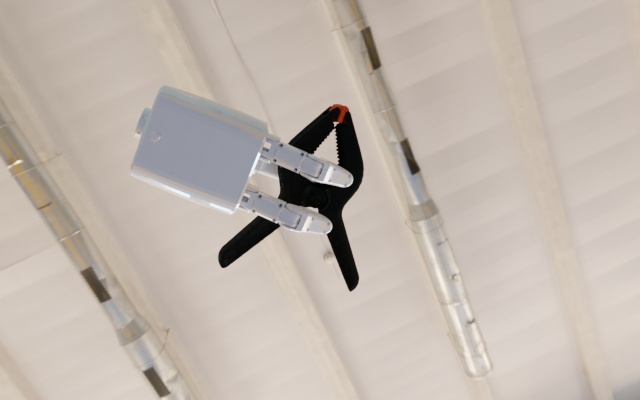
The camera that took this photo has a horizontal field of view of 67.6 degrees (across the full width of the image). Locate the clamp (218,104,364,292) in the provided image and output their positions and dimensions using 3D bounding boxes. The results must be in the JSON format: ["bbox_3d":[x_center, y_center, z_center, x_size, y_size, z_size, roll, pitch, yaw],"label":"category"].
[{"bbox_3d":[0.000,0.001,0.524,0.164,0.210,0.036,20,10,-19],"label":"clamp"}]
